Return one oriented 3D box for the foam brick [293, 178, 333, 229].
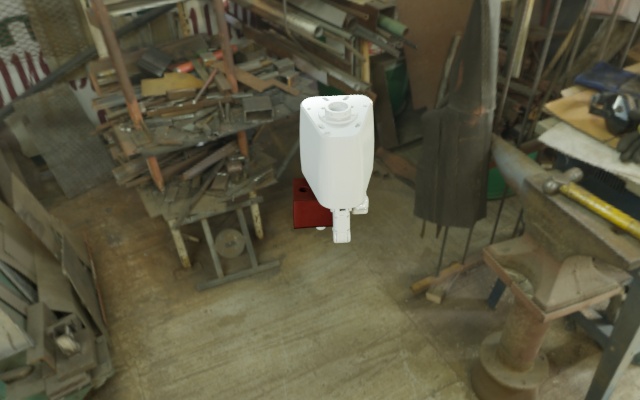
[{"bbox_3d":[0.000,0.002,0.662,0.078,0.051,0.053,-3,40,-1],"label":"foam brick"}]
